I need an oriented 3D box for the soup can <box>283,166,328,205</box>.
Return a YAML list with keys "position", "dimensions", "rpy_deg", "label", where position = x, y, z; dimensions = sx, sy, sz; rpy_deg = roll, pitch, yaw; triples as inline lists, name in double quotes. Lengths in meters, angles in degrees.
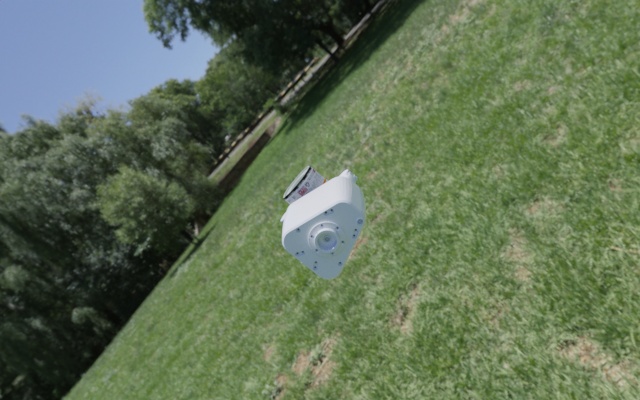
- position: [0.000, 0.002, 0.753]
  dimensions: [0.102, 0.068, 0.068]
  rpy_deg: [39, -9, -10]
  label: "soup can"
